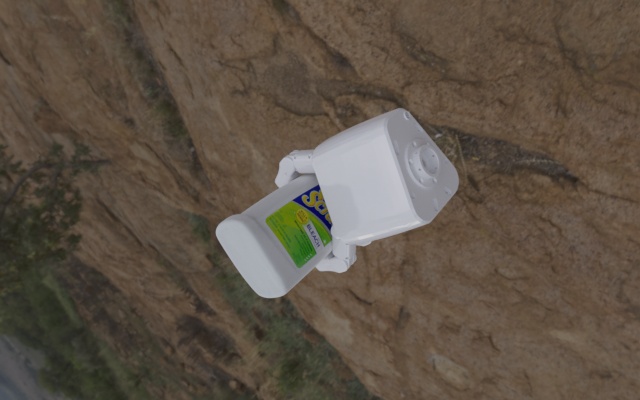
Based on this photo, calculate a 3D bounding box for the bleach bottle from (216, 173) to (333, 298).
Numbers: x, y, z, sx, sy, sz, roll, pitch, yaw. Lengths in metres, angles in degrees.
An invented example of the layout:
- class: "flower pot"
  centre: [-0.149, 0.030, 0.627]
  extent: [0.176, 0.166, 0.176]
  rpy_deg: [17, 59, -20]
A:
- class: "bleach bottle"
  centre: [0.000, 0.002, 0.572]
  extent: [0.068, 0.102, 0.250]
  rpy_deg: [-19, 17, 49]
